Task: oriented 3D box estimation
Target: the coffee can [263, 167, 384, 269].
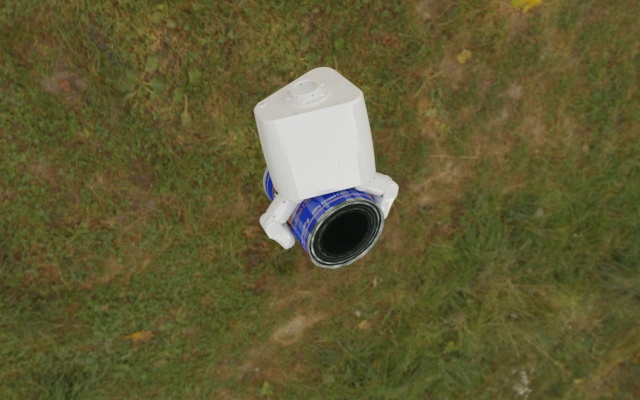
[{"bbox_3d":[0.000,0.002,0.605,0.103,0.103,0.140,0,34,-33],"label":"coffee can"}]
